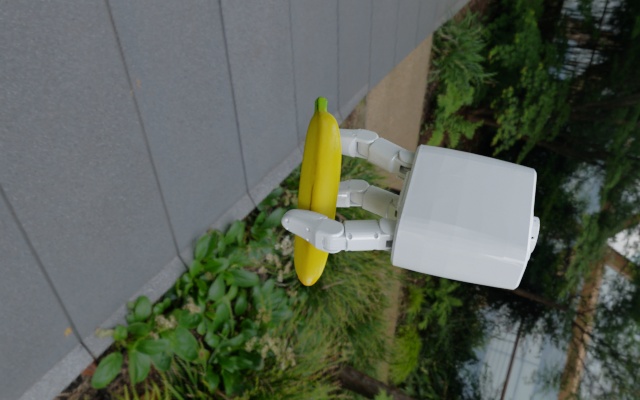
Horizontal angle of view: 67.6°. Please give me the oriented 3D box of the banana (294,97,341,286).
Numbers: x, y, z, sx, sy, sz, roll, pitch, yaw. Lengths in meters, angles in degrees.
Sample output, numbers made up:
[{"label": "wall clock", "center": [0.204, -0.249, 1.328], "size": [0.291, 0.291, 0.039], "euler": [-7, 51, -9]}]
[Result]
[{"label": "banana", "center": [-0.002, 0.003, 0.463], "size": [0.037, 0.198, 0.069], "euler": [8, 15, 5]}]
